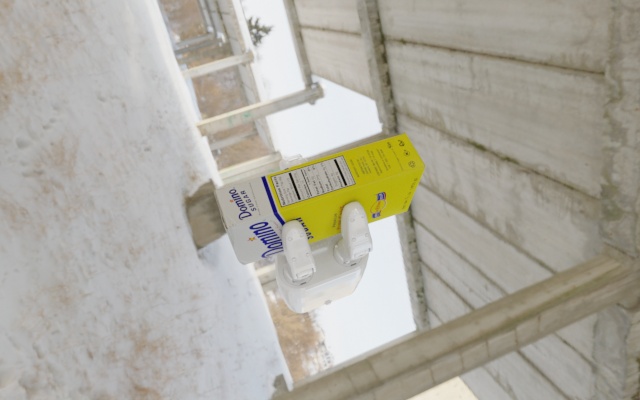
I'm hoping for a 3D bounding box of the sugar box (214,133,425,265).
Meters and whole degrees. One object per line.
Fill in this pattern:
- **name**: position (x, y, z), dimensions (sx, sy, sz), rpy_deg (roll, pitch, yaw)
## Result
- **sugar box**: position (0.000, 0.002, 0.436), dimensions (0.176, 0.048, 0.093), rpy_deg (-20, -25, -10)
